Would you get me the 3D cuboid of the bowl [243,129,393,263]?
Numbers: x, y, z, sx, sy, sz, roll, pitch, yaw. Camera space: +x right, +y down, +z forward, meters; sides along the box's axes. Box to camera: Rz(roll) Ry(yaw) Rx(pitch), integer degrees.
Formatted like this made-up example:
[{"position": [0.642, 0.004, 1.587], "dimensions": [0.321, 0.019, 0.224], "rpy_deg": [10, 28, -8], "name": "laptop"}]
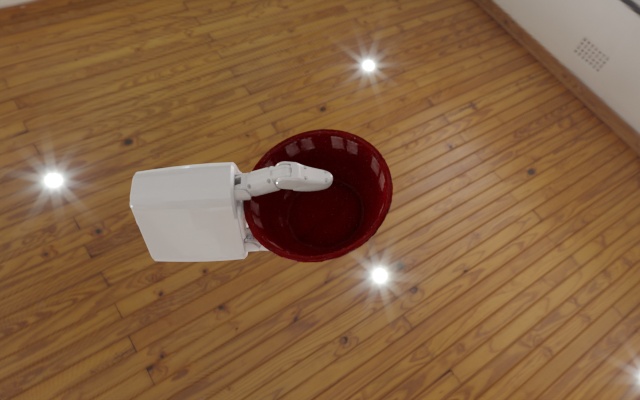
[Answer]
[{"position": [0.001, 0.002, 0.526], "dimensions": [0.162, 0.162, 0.055], "rpy_deg": [0, -29, 13], "name": "bowl"}]
